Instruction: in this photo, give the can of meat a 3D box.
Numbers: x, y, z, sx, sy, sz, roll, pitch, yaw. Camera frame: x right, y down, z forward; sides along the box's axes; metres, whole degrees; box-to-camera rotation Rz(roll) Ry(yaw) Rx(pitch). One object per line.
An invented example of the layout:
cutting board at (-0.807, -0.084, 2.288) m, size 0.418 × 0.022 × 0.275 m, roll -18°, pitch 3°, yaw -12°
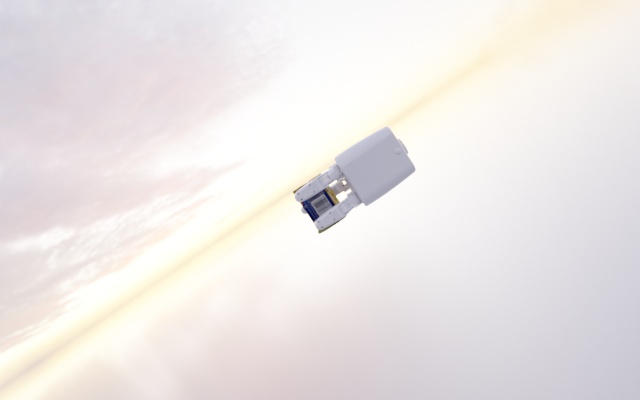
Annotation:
can of meat at (0.000, 0.002, 0.818) m, size 0.057 × 0.084 × 0.102 m, roll -33°, pitch 3°, yaw 7°
